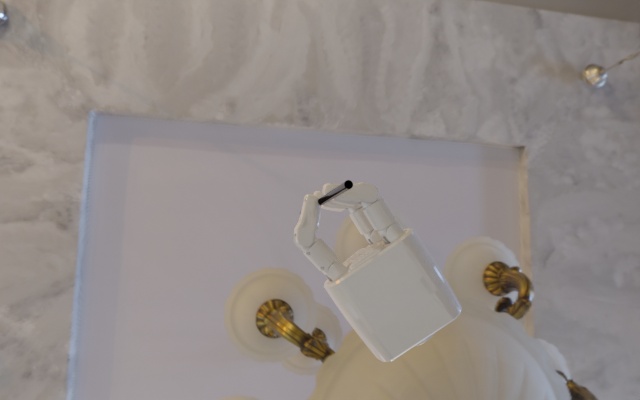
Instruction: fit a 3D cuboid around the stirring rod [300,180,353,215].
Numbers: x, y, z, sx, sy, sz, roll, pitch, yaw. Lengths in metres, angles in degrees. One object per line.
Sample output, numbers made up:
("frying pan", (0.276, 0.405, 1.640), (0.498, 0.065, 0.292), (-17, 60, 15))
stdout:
("stirring rod", (0.000, 0.002, 0.532), (0.011, 0.011, 0.239), (0, -7, -12))
